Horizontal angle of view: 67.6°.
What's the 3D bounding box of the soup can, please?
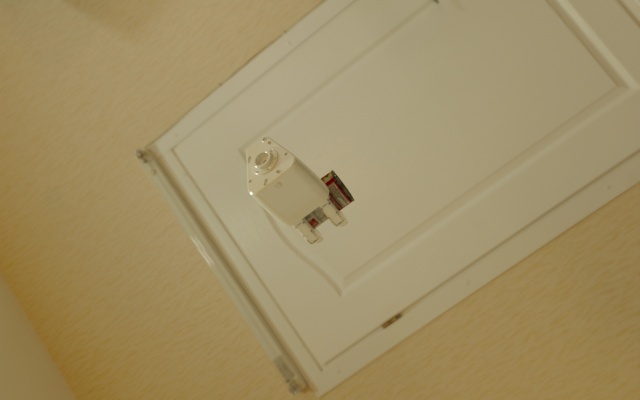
[{"bbox_3d":[0.000,0.003,0.856,0.102,0.068,0.068,-36,-6,8],"label":"soup can"}]
